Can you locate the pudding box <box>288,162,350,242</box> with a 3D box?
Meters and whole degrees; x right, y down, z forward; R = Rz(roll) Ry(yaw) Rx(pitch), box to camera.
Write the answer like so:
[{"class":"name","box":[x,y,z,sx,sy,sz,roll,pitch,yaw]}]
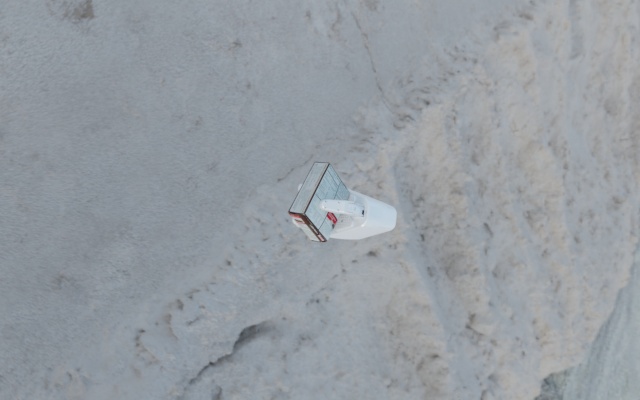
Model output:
[{"class":"pudding box","box":[0.000,0.003,0.829,0.039,0.113,0.090,3,-35,36]}]
